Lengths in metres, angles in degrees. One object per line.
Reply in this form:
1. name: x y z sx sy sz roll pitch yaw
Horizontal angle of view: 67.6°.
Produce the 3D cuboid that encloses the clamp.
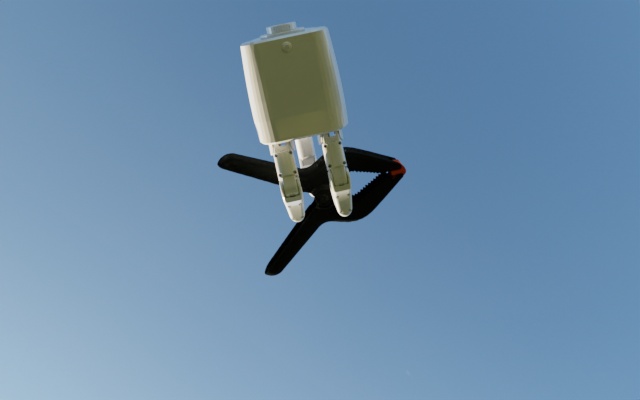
1. clamp: 0.000 0.001 0.573 0.210 0.165 0.036 -13 25 -2
